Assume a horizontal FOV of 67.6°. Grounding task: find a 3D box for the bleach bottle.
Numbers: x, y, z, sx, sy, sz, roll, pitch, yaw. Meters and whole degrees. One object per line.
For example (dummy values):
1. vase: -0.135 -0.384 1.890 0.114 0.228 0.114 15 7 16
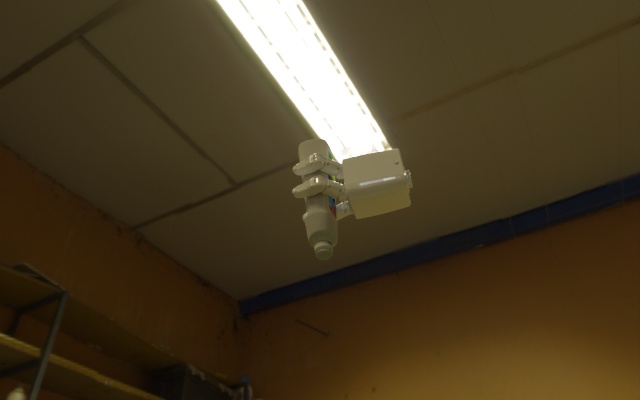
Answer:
1. bleach bottle: 0.000 0.003 0.877 0.068 0.250 0.103 -11 -42 7
